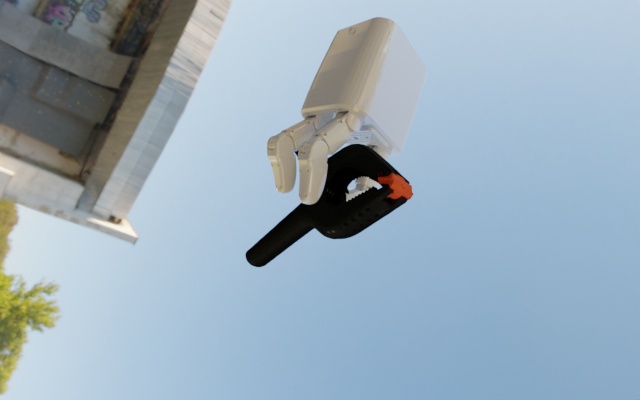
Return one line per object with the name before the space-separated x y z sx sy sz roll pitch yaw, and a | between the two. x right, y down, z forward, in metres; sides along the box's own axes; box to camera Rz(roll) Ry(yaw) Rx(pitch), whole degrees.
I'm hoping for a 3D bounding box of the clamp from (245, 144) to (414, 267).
clamp | 0.001 0.002 0.476 0.036 0.164 0.210 27 -12 -34
